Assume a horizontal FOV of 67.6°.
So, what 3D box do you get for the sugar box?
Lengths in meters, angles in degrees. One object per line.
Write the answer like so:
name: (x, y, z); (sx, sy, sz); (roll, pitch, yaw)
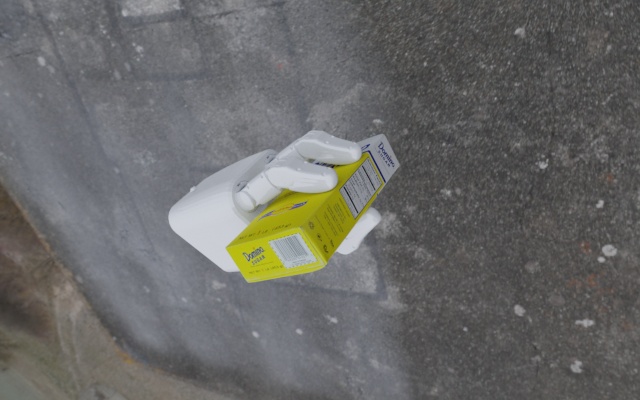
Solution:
sugar box: (0.000, 0.001, 0.448); (0.093, 0.048, 0.176); (-16, 23, 37)
